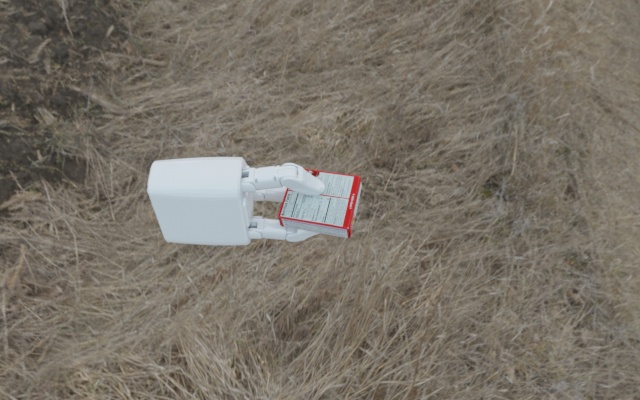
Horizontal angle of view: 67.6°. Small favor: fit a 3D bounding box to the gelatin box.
[{"bbox_3d":[0.000,0.002,0.580,0.089,0.073,0.030,8,-28,12],"label":"gelatin box"}]
